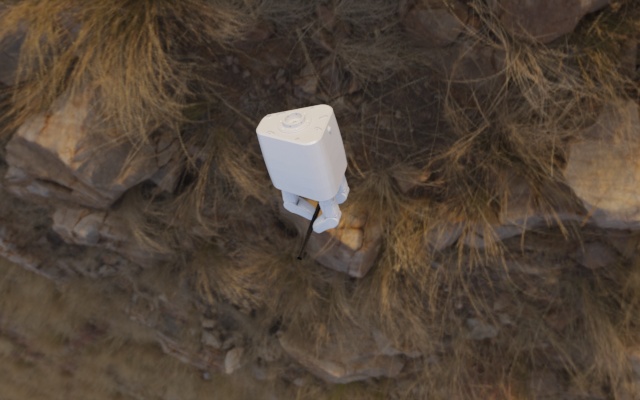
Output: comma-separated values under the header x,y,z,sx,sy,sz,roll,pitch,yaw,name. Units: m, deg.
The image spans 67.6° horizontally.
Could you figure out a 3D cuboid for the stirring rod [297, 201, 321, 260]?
x,y,z,sx,sy,sz,roll,pitch,yaw,name
0.000,0.003,0.803,0.011,0.239,0.011,12,-41,10,stirring rod
